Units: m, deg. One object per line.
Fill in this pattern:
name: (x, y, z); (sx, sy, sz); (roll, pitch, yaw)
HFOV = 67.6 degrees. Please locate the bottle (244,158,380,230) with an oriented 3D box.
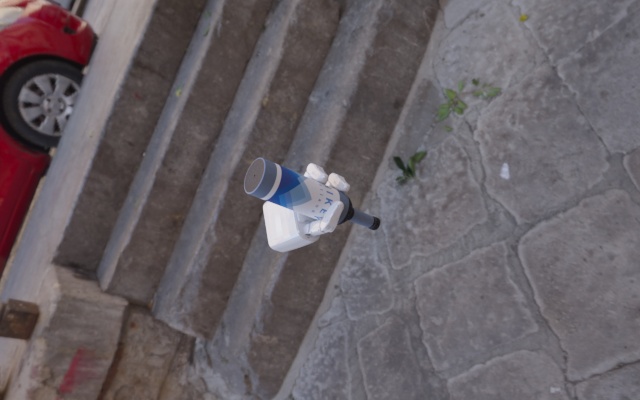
bottle: (0.000, 0.003, 0.897); (0.296, 0.069, 0.069); (22, -13, -34)
